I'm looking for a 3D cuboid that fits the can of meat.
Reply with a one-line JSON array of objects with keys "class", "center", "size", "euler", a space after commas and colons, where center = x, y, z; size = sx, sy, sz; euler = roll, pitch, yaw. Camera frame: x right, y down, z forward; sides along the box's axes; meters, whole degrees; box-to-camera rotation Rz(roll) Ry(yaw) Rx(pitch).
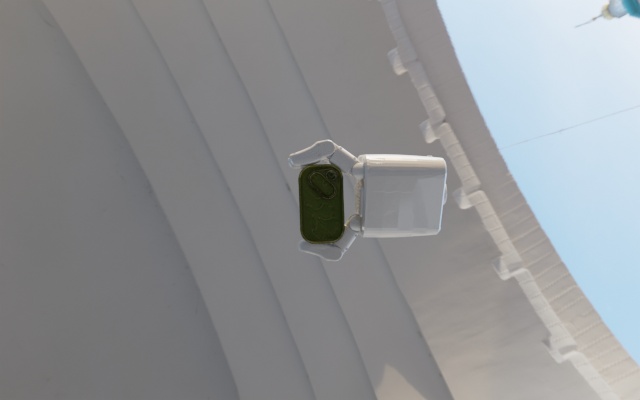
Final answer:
[{"class": "can of meat", "center": [0.000, 0.002, 0.647], "size": [0.057, 0.102, 0.084], "euler": [-2, 4, -2]}]
